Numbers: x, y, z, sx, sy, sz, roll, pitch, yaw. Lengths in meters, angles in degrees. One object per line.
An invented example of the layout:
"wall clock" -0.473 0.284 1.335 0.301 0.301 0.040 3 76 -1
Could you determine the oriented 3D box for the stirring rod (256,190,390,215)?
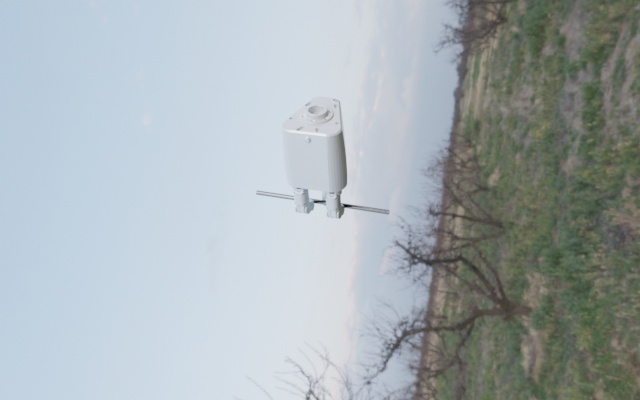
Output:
"stirring rod" 0.000 0.003 0.832 0.239 0.011 0.011 8 2 15
